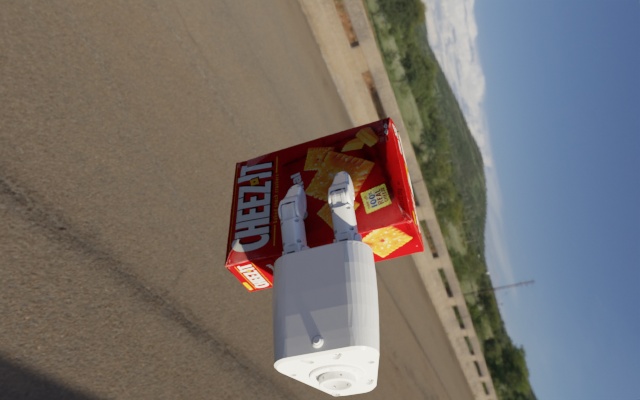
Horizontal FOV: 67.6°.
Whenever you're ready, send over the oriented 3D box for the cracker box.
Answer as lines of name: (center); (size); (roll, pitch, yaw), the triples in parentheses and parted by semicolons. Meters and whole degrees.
cracker box: (0.000, 0.002, 0.568); (0.214, 0.164, 0.072); (-15, -42, 14)
